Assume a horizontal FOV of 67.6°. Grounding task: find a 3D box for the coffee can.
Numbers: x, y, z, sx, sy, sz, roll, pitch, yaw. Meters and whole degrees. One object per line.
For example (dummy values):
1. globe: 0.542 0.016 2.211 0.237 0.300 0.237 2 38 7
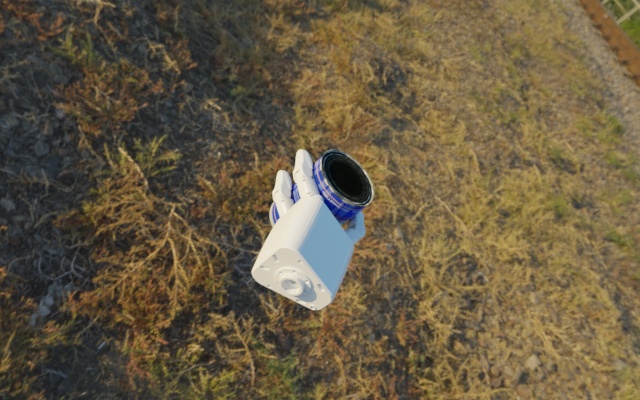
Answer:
1. coffee can: 0.000 0.002 0.750 0.103 0.102 0.140 0 -32 -45
